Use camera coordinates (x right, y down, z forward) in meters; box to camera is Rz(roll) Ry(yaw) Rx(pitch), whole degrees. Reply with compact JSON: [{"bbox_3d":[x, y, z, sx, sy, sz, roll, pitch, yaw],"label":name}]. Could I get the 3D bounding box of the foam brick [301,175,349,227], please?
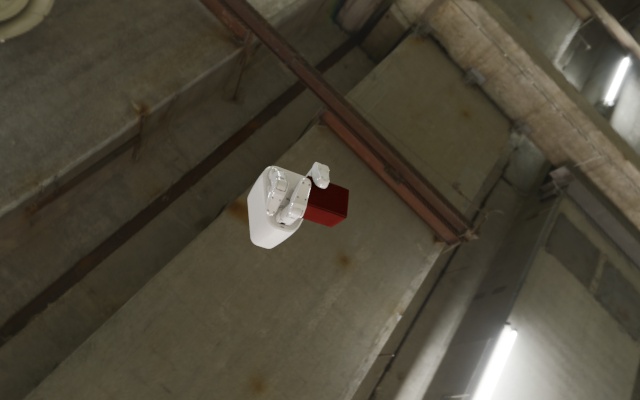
[{"bbox_3d":[0.000,0.003,0.775,0.078,0.053,0.051,19,-30,-18],"label":"foam brick"}]
